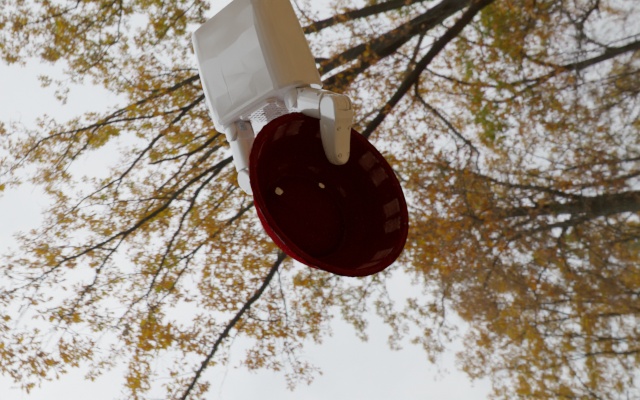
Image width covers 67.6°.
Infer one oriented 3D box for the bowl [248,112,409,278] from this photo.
[{"bbox_3d":[0.000,0.003,0.429,0.162,0.162,0.055,0,-28,-35],"label":"bowl"}]
